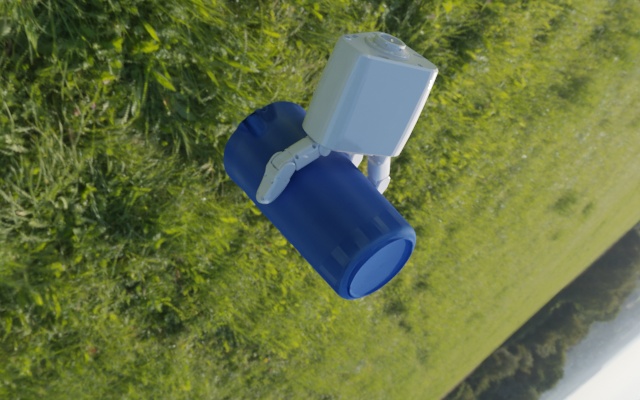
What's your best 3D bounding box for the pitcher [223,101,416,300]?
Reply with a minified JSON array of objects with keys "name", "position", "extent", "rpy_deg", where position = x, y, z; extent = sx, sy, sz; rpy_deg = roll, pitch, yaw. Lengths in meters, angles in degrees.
[{"name":"pitcher","position":[0.000,0.002,0.580],"extent":[0.149,0.145,0.242],"rpy_deg":[-9,45,-41]}]
